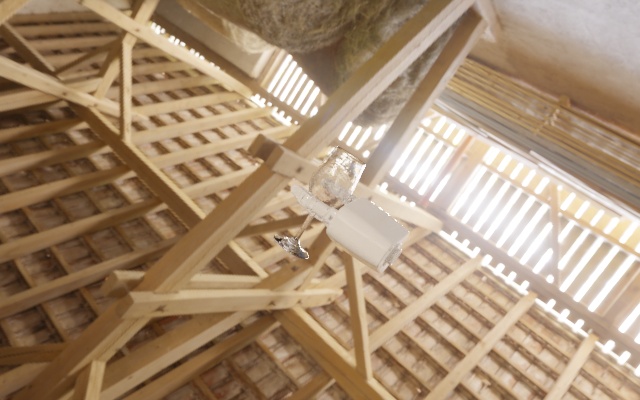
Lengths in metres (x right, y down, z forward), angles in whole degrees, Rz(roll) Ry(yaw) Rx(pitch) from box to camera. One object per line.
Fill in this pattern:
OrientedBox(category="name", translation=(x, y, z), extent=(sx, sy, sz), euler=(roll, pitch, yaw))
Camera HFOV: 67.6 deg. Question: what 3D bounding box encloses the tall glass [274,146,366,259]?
OrientedBox(category="tall glass", translation=(0.000, 0.003, 0.852), extent=(0.079, 0.201, 0.079), euler=(32, 10, -6))
